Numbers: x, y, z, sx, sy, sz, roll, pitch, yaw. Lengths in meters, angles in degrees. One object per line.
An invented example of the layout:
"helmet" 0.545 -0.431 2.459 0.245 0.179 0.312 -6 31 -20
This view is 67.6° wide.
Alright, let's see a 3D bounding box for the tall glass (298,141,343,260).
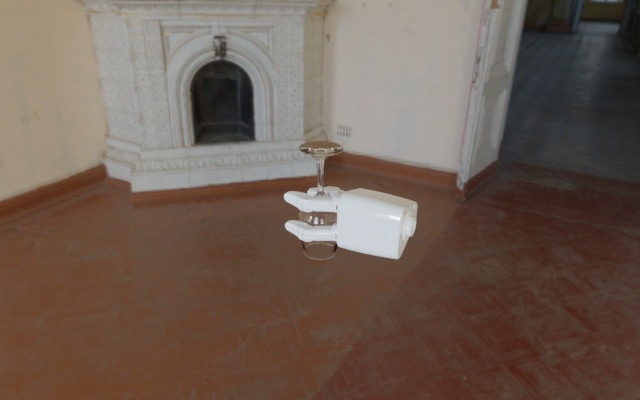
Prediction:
"tall glass" 0.000 0.002 0.833 0.079 0.201 0.079 1 25 0
